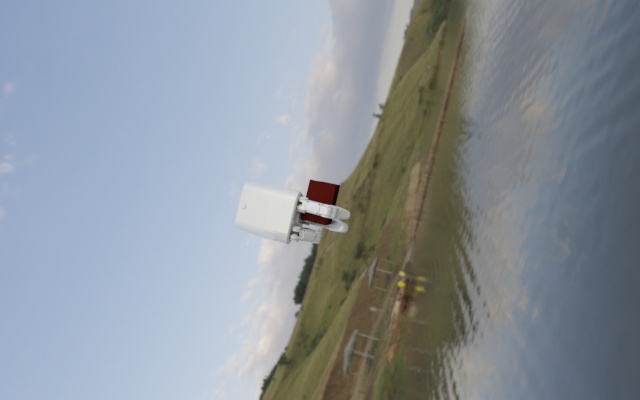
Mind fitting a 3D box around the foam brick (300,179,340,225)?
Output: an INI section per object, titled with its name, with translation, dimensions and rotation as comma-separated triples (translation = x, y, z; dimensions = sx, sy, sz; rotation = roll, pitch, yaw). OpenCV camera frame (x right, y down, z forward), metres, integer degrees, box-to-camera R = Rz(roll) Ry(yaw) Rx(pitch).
[foam brick]
translation = 0.000, 0.003, 0.887
dimensions = 0.051, 0.078, 0.053
rotation = 14, 3, 11
